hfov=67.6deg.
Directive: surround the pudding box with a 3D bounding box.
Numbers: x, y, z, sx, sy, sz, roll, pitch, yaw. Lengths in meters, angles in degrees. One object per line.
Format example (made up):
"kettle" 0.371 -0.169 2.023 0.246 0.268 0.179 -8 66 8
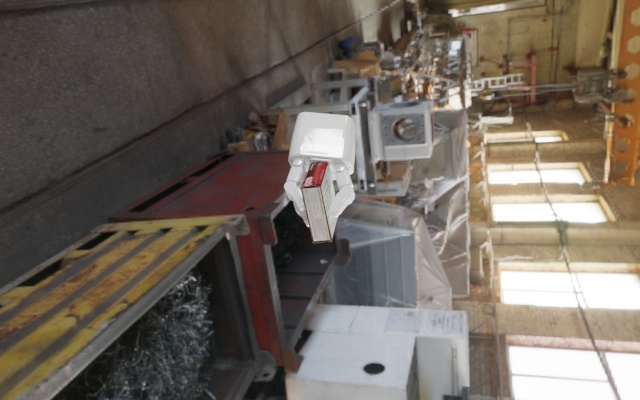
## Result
"pudding box" 0.000 0.003 0.822 0.039 0.113 0.090 -5 29 15
